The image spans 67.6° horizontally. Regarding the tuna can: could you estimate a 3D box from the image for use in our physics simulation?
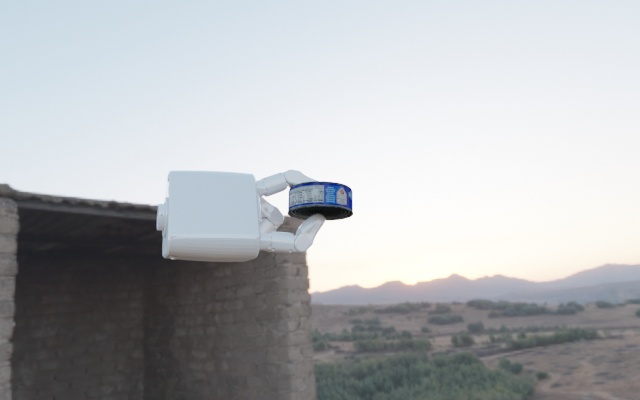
[{"bbox_3d":[0.000,0.001,0.623,0.086,0.033,0.086,0,-14,0],"label":"tuna can"}]
